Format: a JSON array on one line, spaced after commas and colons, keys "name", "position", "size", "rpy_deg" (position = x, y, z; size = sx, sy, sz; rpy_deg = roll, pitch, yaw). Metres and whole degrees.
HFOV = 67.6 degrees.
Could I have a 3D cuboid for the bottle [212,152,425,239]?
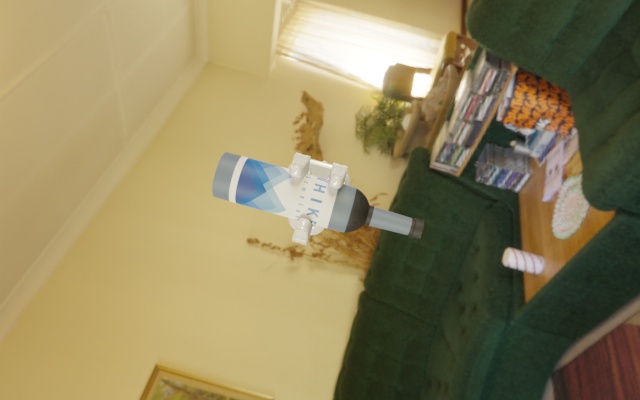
[{"name": "bottle", "position": [0.000, 0.002, 0.673], "size": [0.296, 0.069, 0.069], "rpy_deg": [15, 0, 1]}]
